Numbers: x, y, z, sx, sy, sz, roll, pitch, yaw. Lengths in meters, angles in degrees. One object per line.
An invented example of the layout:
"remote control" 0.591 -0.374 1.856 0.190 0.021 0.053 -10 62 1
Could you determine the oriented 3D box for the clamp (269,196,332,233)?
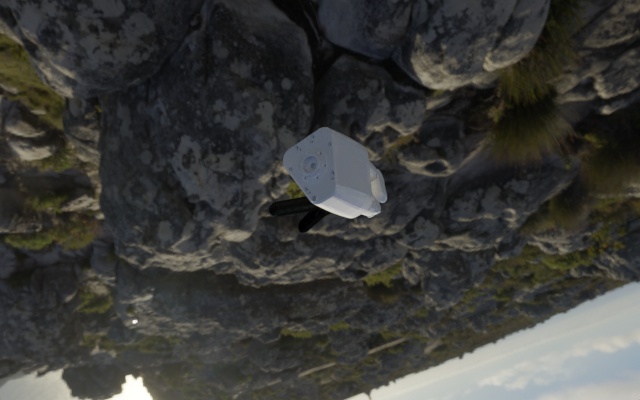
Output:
"clamp" 0.000 0.003 0.811 0.171 0.039 0.120 -31 -25 23
